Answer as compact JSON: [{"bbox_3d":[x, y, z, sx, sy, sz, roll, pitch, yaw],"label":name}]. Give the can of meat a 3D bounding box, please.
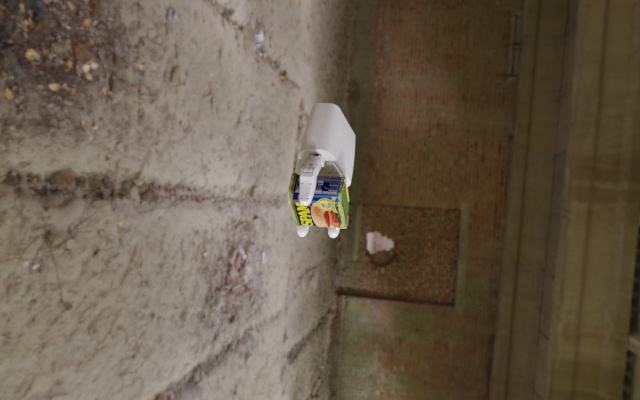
[{"bbox_3d":[0.000,0.003,0.767,0.084,0.057,0.102,3,-33,11],"label":"can of meat"}]
